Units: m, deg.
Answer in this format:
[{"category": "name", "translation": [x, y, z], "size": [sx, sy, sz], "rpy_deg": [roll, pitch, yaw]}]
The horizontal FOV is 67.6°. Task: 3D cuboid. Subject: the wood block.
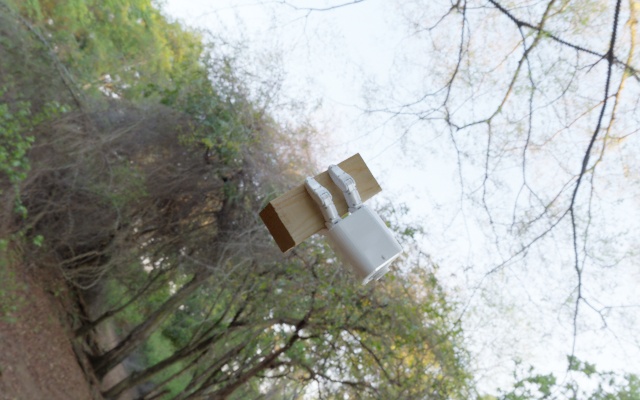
[{"category": "wood block", "translation": [0.000, 0.003, 0.900], "size": [0.206, 0.090, 0.091], "rpy_deg": [-31, -4, -26]}]
